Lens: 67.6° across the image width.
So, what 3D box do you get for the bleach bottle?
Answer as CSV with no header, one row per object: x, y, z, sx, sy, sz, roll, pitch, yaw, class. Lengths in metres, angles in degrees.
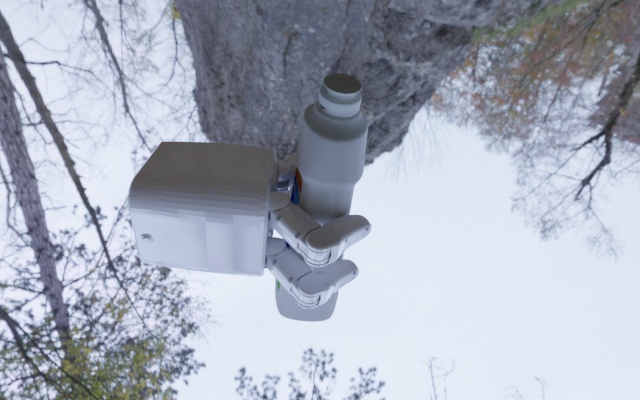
0.000,0.002,0.429,0.068,0.251,0.102,5,43,-5,bleach bottle
